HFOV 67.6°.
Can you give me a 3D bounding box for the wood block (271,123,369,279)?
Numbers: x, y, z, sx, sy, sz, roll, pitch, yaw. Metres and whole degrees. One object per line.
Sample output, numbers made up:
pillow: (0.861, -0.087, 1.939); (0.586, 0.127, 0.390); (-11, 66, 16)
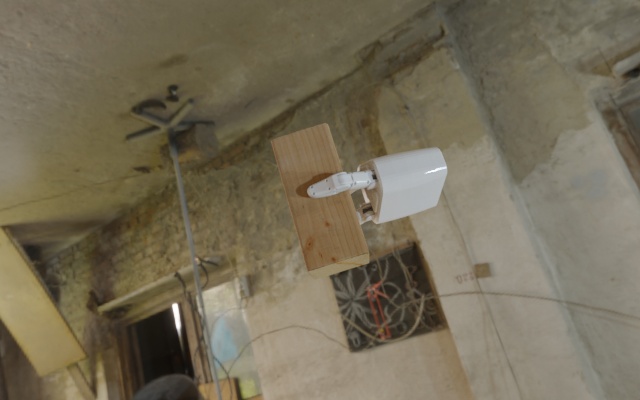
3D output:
wood block: (0.001, 0.002, 0.720); (0.090, 0.206, 0.091); (-17, -17, 1)
